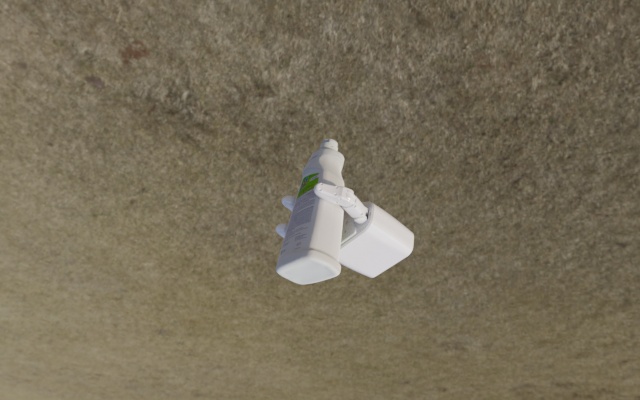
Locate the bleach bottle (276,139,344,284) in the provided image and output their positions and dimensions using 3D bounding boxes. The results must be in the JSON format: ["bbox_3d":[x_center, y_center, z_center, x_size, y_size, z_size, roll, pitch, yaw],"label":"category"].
[{"bbox_3d":[0.000,0.003,0.759,0.068,0.250,0.102,33,-38,-30],"label":"bleach bottle"}]
